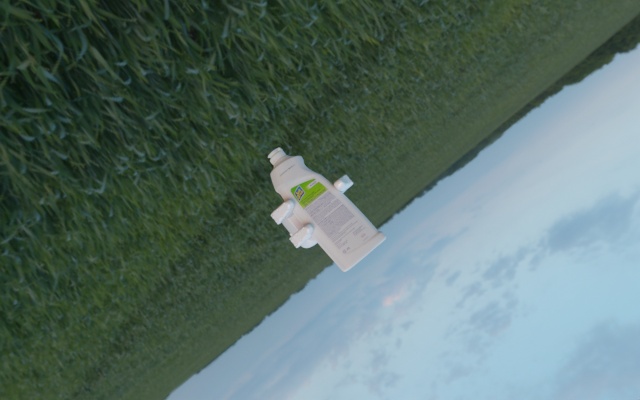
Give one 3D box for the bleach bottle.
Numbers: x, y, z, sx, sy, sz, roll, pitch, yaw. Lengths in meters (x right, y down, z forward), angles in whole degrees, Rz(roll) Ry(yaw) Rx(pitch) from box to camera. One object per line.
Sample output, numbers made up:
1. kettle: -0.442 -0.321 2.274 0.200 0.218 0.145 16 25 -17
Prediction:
1. bleach bottle: 0.000 0.003 0.866 0.102 0.251 0.068 -38 -6 -14
